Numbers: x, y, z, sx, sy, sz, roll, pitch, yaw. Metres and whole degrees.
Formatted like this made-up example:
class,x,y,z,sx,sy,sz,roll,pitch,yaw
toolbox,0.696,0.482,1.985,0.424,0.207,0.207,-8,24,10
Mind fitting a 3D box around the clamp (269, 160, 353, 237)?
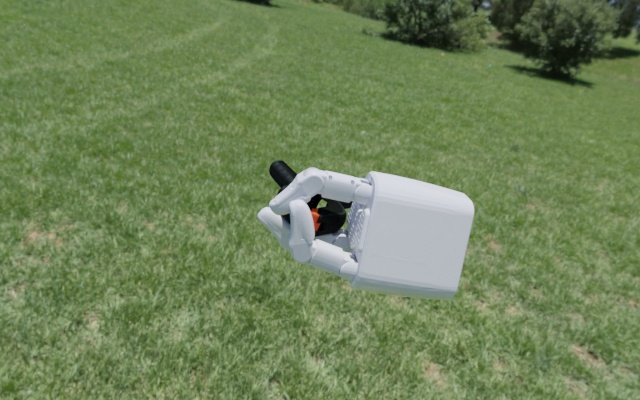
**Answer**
class,x,y,z,sx,sy,sz,roll,pitch,yaw
clamp,0.000,0.001,0.545,0.120,0.039,0.171,12,21,-11
